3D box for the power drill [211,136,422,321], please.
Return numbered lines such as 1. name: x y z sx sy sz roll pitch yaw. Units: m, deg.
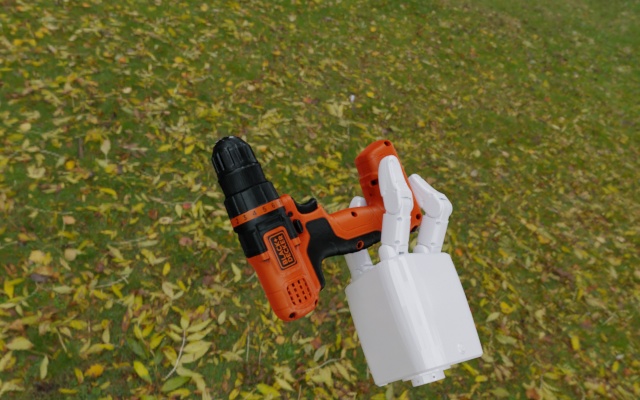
1. power drill: 0.001 0.002 0.483 0.187 0.184 0.057 -23 2 -25
